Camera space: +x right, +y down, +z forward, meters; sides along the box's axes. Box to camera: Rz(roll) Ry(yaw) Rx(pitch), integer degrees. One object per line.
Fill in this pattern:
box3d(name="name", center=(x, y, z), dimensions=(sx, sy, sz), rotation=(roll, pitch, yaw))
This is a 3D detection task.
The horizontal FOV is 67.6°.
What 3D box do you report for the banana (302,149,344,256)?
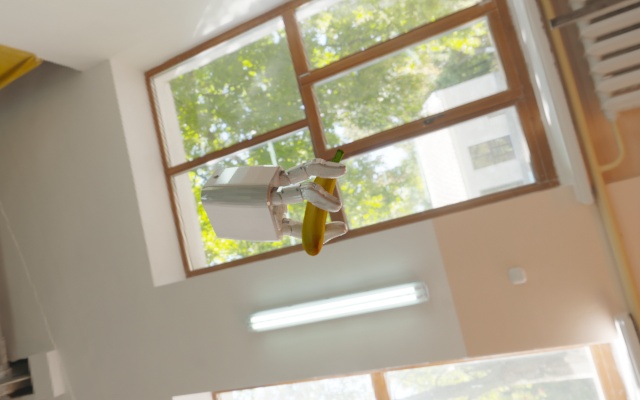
box3d(name="banana", center=(-0.003, 0.010, 0.727), dimensions=(0.037, 0.197, 0.070), rotation=(16, -36, -3))
